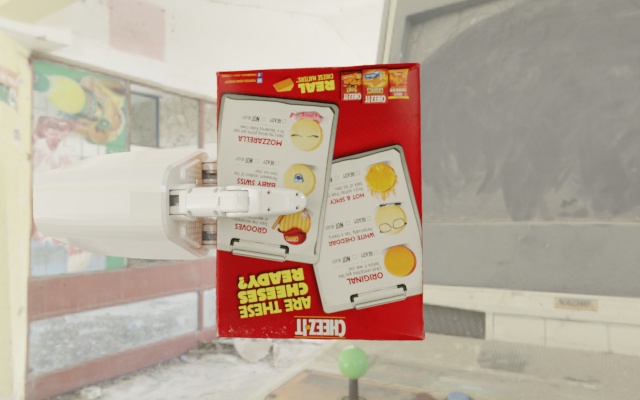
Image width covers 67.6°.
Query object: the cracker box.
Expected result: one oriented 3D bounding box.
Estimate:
[{"bbox_3d":[0.000,0.001,0.400,0.164,0.213,0.072,-1,-1,7],"label":"cracker box"}]
